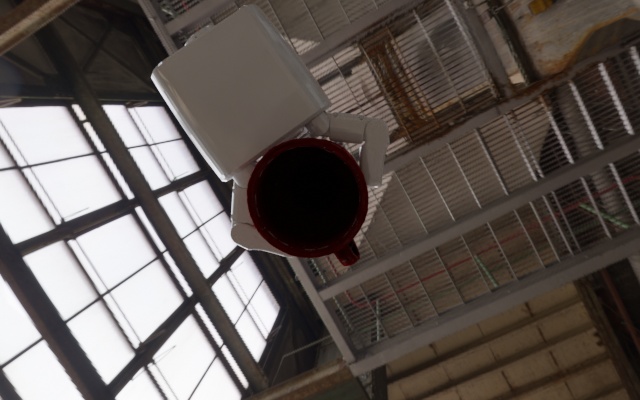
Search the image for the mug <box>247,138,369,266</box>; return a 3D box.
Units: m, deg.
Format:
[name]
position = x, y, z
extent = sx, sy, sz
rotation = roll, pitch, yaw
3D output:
[mug]
position = 0.001, 0.002, 0.401
extent = 0.093, 0.117, 0.081
rotation = -32, 7, 11
